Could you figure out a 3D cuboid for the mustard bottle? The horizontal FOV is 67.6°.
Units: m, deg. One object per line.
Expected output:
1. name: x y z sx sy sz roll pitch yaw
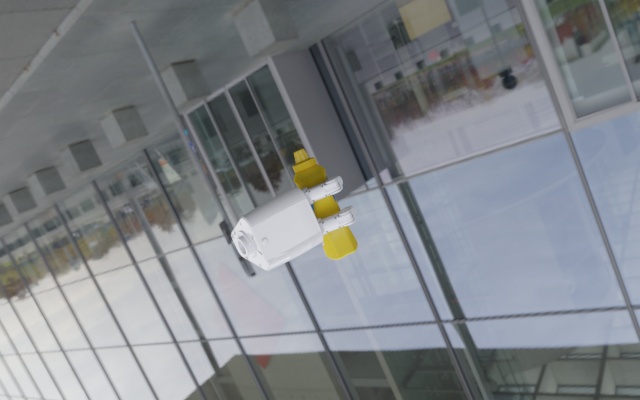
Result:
1. mustard bottle: 0.001 0.003 0.818 0.058 0.191 0.096 -25 8 -4
